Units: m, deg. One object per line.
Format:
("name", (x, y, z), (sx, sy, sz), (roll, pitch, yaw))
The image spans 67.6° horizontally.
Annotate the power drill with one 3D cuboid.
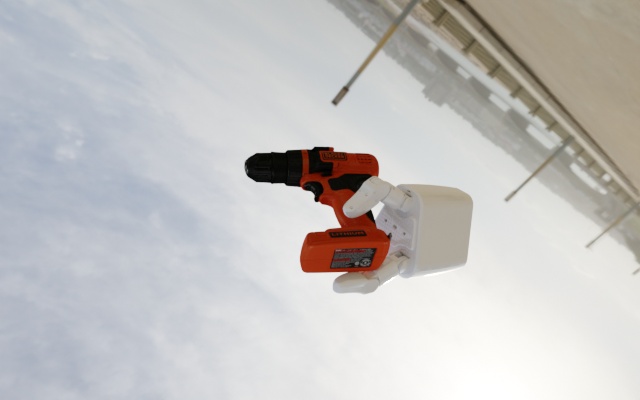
("power drill", (0.000, 0.002, 0.600), (0.184, 0.057, 0.187), (-1, 45, -11))
